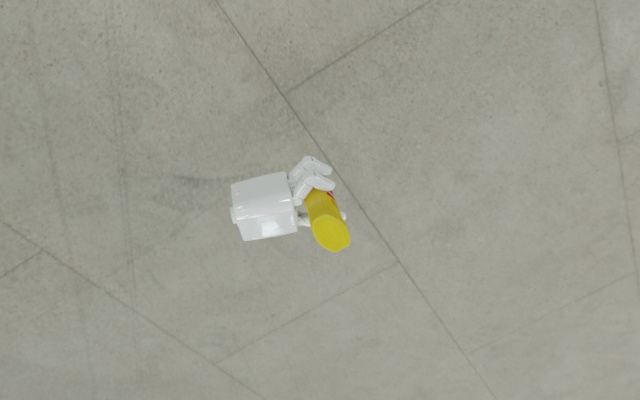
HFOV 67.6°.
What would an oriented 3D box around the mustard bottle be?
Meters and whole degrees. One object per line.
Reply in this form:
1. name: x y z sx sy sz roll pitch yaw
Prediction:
1. mustard bottle: 0.001 0.003 0.895 0.058 0.096 0.191 -31 38 10
